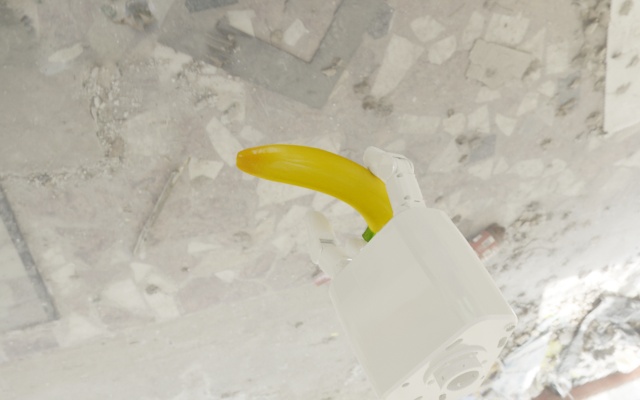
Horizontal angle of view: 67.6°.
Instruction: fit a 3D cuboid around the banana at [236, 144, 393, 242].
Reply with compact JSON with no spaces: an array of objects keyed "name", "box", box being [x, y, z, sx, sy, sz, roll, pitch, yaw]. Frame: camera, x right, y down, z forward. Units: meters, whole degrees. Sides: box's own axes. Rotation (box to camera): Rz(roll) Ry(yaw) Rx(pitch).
[{"name":"banana","box":[0.016,-0.009,0.438,0.070,0.037,0.198,-40,-46,19]}]
